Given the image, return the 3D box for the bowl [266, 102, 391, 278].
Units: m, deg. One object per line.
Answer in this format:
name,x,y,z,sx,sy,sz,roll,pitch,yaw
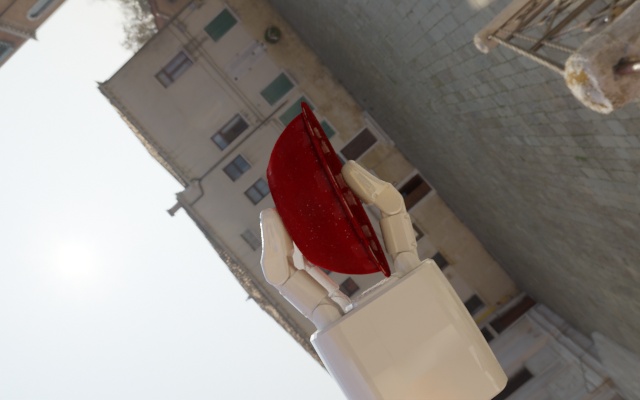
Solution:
bowl,-0.001,0.000,0.403,0.055,0.162,0.162,-26,-4,7
